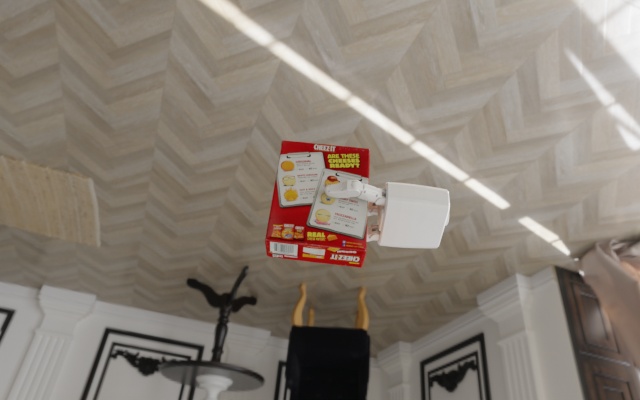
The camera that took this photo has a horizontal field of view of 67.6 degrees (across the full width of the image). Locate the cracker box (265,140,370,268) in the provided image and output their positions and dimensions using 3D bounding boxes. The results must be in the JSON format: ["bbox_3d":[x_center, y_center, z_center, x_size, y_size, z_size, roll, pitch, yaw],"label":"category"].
[{"bbox_3d":[0.000,0.003,0.834,0.164,0.213,0.072,6,-35,0],"label":"cracker box"}]
